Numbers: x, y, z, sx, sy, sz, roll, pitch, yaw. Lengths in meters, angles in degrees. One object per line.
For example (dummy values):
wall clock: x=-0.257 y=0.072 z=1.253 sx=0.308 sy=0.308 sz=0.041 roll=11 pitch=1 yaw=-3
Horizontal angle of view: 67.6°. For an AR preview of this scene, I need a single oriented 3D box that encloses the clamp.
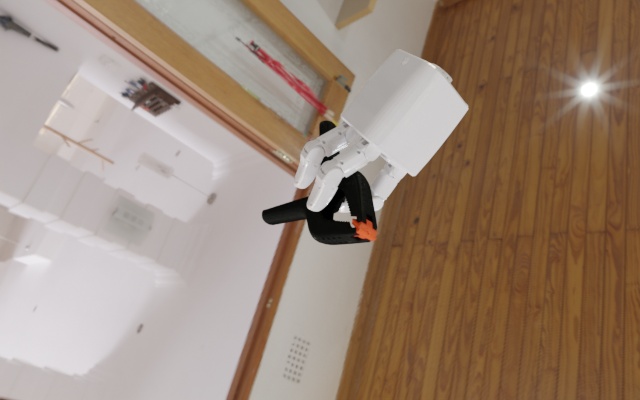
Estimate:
clamp: x=0.001 y=0.002 z=0.589 sx=0.036 sy=0.164 sz=0.210 roll=29 pitch=14 yaw=-34
